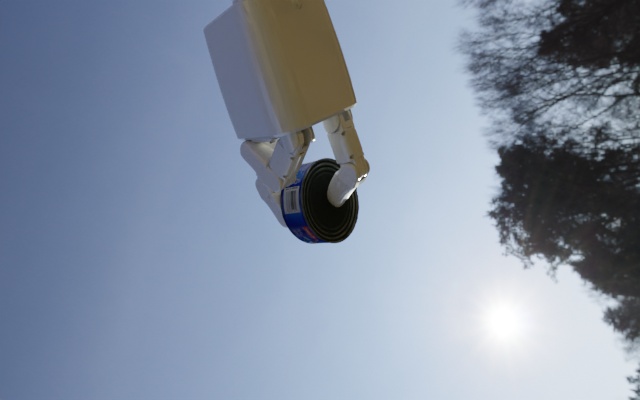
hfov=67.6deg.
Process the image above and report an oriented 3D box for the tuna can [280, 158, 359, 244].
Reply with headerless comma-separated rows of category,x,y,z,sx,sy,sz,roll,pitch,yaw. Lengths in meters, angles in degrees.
tuna can,0.000,0.002,0.487,0.034,0.086,0.086,-8,-5,42
